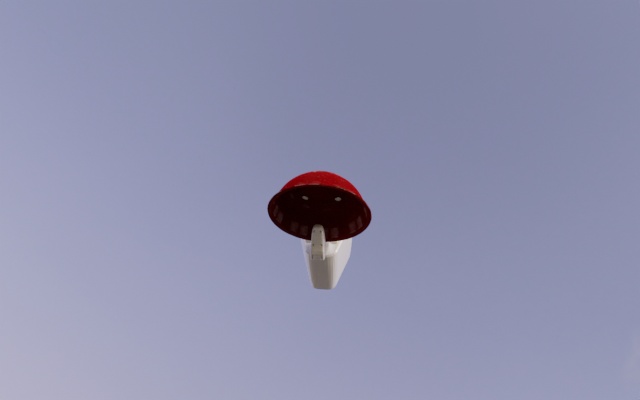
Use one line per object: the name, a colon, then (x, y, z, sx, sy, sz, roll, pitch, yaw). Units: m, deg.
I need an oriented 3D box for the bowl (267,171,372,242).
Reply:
bowl: (0.000, 0.001, 0.751, 0.162, 0.055, 0.162, 4, -34, 3)
